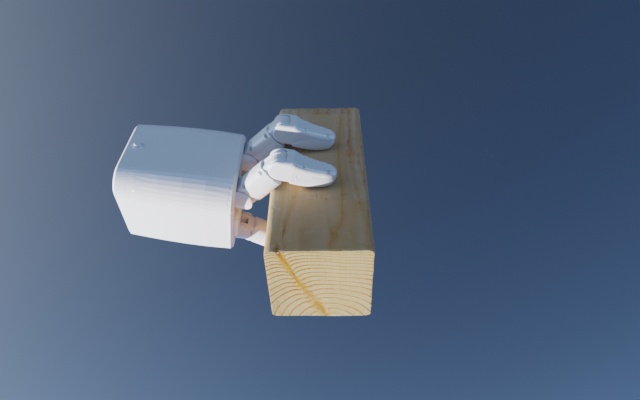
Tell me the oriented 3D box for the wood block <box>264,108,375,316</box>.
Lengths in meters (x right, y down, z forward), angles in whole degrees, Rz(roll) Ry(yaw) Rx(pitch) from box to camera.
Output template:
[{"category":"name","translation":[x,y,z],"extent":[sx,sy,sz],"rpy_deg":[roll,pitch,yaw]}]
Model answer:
[{"category":"wood block","translation":[0.000,0.002,0.474],"extent":[0.090,0.091,0.206],"rpy_deg":[-1,43,1]}]
